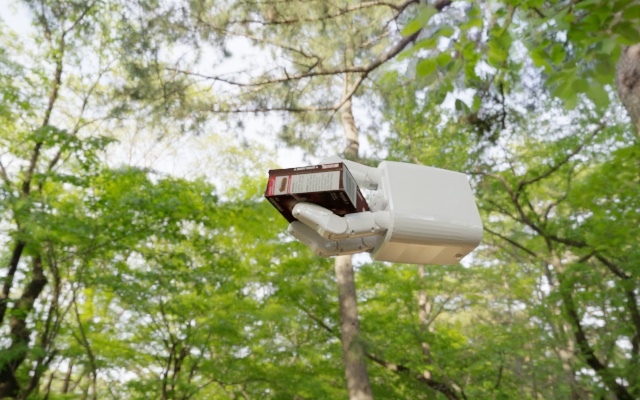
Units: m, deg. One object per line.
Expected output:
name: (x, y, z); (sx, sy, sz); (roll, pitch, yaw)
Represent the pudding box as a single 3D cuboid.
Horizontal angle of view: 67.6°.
pudding box: (0.000, 0.002, 0.543); (0.090, 0.039, 0.113); (-5, -29, 18)
